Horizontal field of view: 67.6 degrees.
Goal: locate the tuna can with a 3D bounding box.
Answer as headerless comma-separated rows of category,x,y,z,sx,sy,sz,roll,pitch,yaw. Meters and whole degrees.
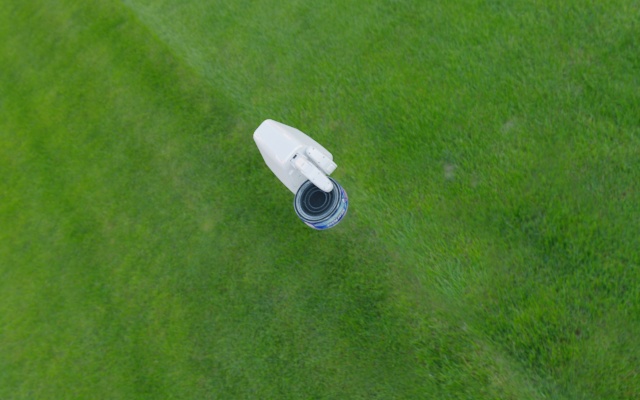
tuna can,0.000,0.002,0.785,0.086,0.086,0.034,0,-21,23
